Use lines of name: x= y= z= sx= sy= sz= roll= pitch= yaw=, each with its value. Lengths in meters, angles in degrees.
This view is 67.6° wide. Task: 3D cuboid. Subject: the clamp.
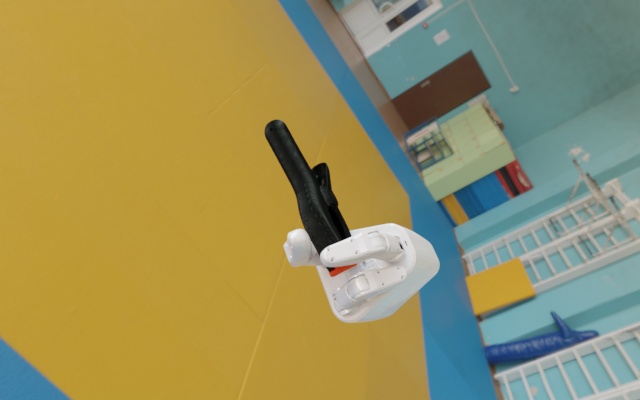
clamp: x=0.001 y=0.001 z=0.509 sx=0.039 sy=0.171 sz=0.120 roll=-30 pitch=-24 yaw=21
